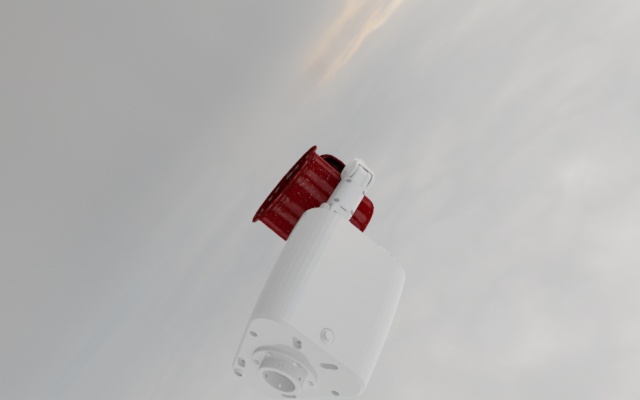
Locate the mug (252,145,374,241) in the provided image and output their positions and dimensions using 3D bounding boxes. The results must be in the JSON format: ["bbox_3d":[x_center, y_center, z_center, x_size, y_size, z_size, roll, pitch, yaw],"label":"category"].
[{"bbox_3d":[0.001,0.001,0.463,0.093,0.081,0.117,-41,13,44],"label":"mug"}]
